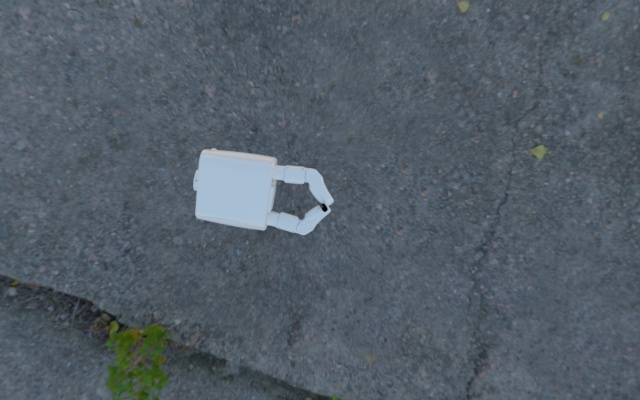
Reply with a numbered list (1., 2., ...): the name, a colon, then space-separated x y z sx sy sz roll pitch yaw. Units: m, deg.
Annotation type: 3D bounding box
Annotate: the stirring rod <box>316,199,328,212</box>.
1. stirring rod: 0.000 0.003 0.764 0.011 0.011 0.239 0 4 -3
